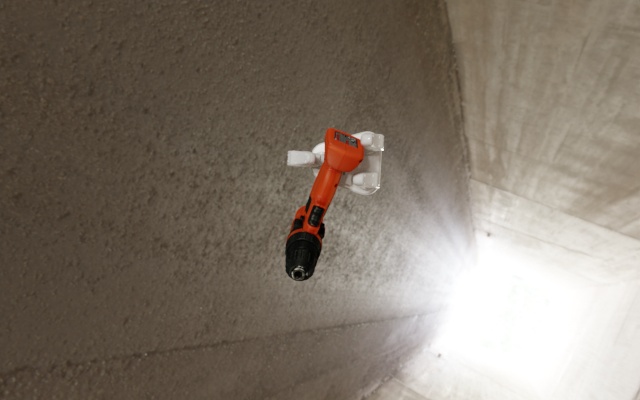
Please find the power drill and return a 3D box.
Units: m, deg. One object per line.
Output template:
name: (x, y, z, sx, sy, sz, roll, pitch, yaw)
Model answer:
power drill: (0.000, 0.002, 0.674, 0.057, 0.188, 0.184, 21, 23, -8)
